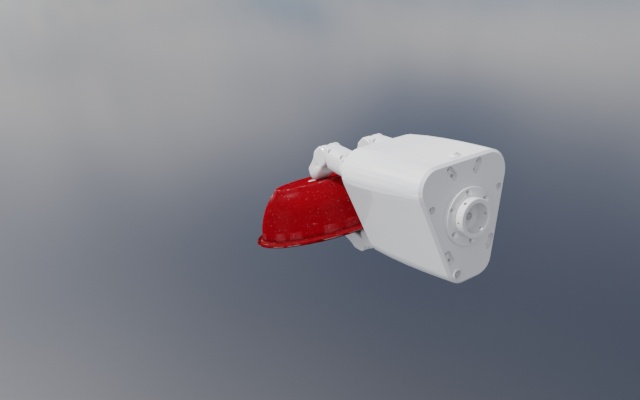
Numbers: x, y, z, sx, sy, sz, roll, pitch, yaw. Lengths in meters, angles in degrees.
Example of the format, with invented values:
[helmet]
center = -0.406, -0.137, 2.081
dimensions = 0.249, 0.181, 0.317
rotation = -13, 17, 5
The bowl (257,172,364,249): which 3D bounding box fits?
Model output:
[bowl]
center = -0.001, 0.001, 0.542
dimensions = 0.162, 0.055, 0.162
rotation = -15, 8, 2
